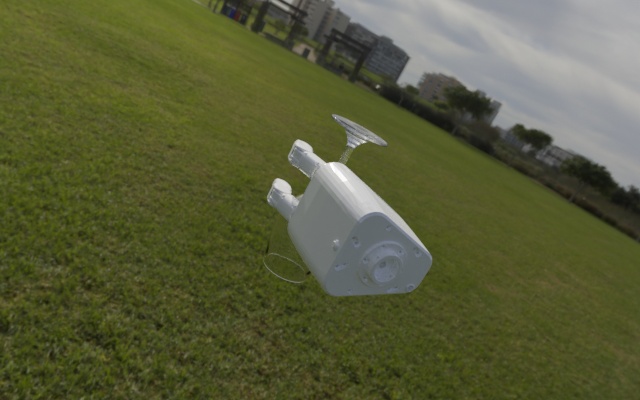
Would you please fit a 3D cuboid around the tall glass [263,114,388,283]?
[{"bbox_3d":[0.000,0.001,0.581,0.079,0.201,0.079,26,16,-8],"label":"tall glass"}]
